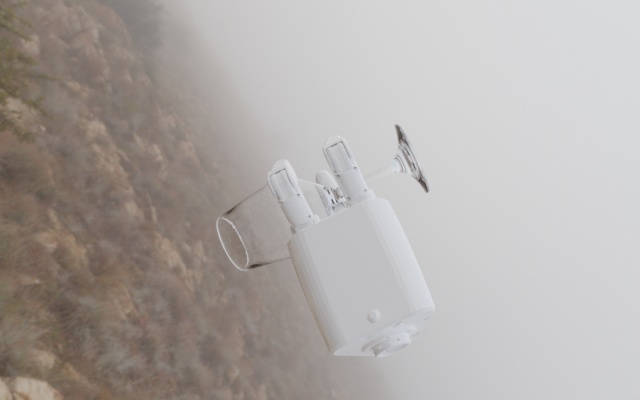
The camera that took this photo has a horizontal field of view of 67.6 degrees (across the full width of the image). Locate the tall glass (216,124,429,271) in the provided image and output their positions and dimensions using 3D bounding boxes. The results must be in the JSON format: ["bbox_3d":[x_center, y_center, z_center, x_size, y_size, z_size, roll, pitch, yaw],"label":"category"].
[{"bbox_3d":[0.001,0.001,0.474,0.201,0.079,0.079,-25,-3,5],"label":"tall glass"}]
